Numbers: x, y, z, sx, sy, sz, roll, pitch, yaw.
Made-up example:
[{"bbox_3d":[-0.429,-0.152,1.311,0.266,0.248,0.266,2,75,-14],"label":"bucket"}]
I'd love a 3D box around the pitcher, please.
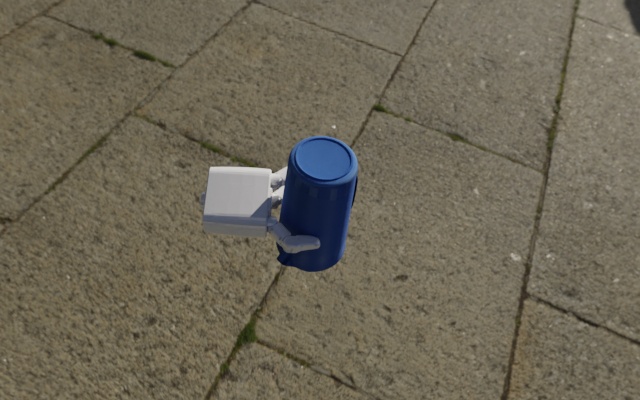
[{"bbox_3d":[0.000,0.003,0.826,0.145,0.149,0.243,4,-38,-5],"label":"pitcher"}]
